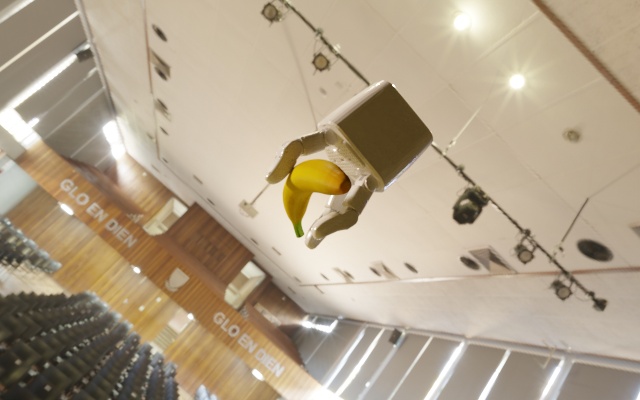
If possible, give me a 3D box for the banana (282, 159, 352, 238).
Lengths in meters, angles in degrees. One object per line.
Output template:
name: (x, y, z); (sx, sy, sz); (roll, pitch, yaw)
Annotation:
banana: (-0.012, -0.012, 0.560); (0.037, 0.069, 0.198); (-33, -7, -22)
